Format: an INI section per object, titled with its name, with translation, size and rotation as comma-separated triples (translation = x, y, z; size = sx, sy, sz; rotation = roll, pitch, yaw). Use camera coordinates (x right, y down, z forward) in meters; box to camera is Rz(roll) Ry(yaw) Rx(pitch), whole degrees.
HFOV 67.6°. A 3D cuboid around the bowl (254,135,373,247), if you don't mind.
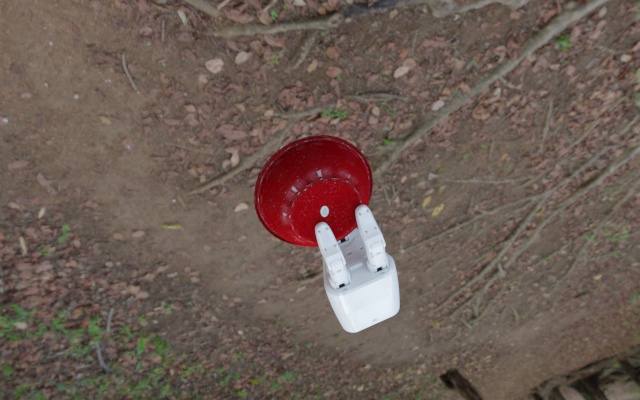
[bowl]
translation = 0.000, 0.001, 0.603
size = 0.162, 0.162, 0.055
rotation = 0, 27, -18
